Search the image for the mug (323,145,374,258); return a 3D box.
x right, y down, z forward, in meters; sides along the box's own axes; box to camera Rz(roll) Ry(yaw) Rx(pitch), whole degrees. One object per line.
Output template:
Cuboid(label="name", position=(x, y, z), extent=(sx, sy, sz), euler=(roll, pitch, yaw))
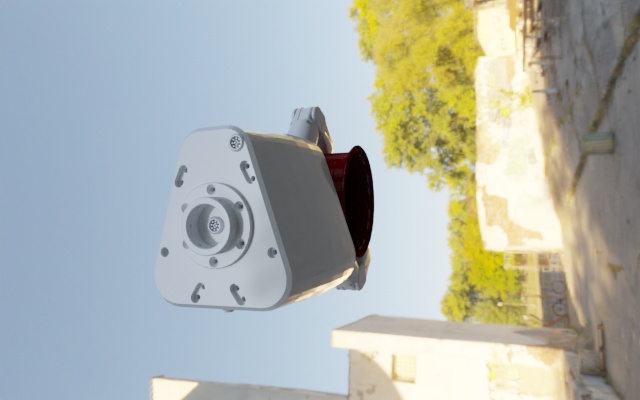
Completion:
Cuboid(label="mug", position=(0.000, 0.001, 0.423), extent=(0.081, 0.093, 0.117), euler=(-1, -1, 21))
